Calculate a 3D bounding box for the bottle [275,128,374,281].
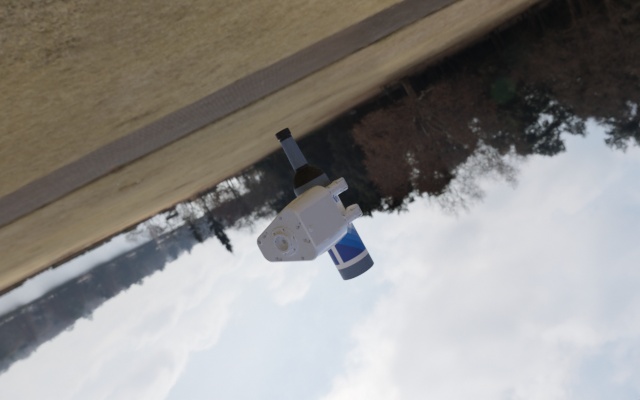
[{"bbox_3d":[0.000,0.003,0.875,0.069,0.296,0.069,-29,4,2],"label":"bottle"}]
